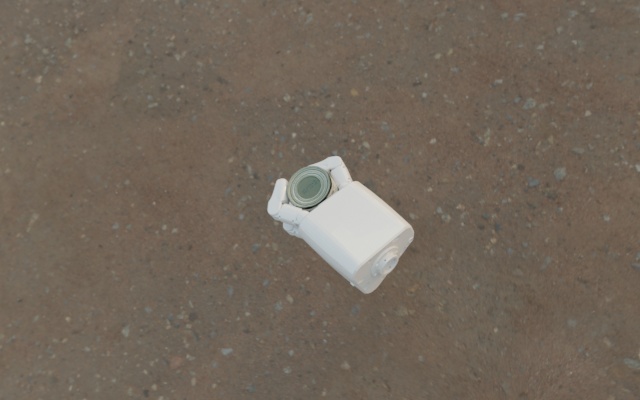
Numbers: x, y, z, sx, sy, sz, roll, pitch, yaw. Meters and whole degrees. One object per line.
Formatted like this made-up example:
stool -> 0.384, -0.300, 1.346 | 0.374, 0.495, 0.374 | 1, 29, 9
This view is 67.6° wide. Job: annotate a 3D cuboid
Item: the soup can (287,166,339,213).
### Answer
soup can -> 0.000, 0.002, 0.698 | 0.068, 0.068, 0.102 | 0, -25, 22
